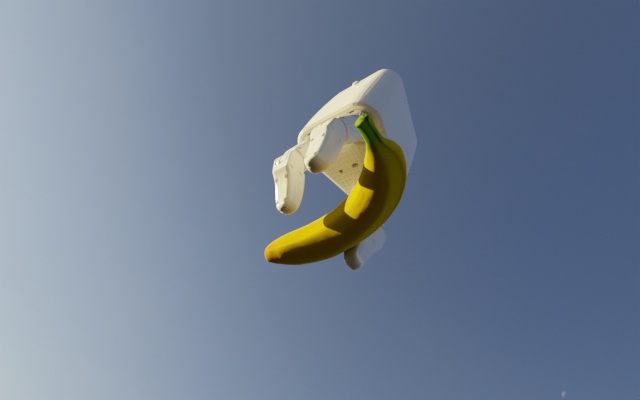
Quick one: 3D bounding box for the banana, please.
[{"bbox_3d":[0.017,0.009,0.407,0.069,0.037,0.198,32,-47,-5],"label":"banana"}]
